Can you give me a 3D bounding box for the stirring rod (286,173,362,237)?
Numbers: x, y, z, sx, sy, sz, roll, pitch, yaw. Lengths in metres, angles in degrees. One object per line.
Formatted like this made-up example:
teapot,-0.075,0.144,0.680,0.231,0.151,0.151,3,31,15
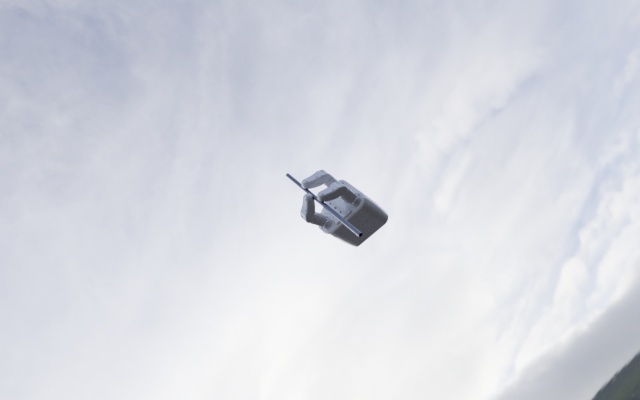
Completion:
stirring rod,0.000,0.003,0.882,0.011,0.011,0.239,0,27,-39
